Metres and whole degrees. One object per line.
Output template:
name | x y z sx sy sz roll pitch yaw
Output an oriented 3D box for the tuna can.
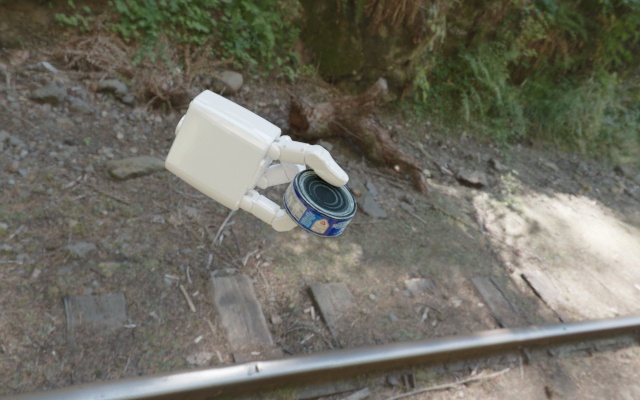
tuna can | 0.000 0.002 0.574 0.086 0.086 0.034 0 -43 -40
